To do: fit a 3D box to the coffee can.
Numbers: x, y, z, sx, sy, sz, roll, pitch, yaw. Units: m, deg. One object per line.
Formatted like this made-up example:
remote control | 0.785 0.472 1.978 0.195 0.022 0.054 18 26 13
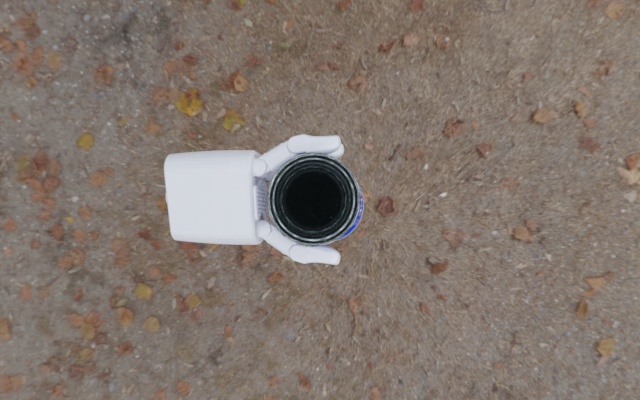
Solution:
coffee can | 0.000 0.002 0.584 0.103 0.103 0.140 0 -3 7
